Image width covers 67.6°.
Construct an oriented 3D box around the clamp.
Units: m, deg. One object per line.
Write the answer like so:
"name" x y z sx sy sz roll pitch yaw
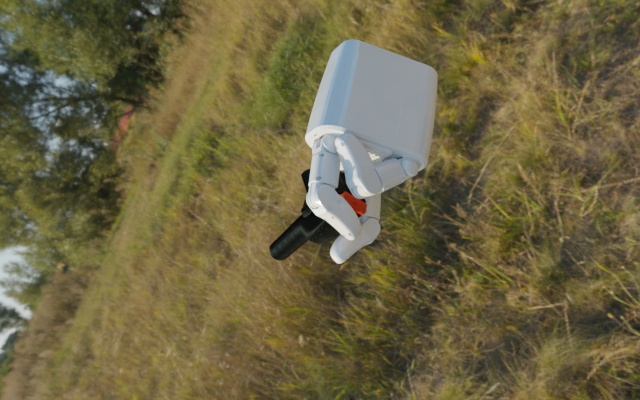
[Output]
"clamp" 0.000 0.002 0.528 0.039 0.120 0.171 23 -23 -24
